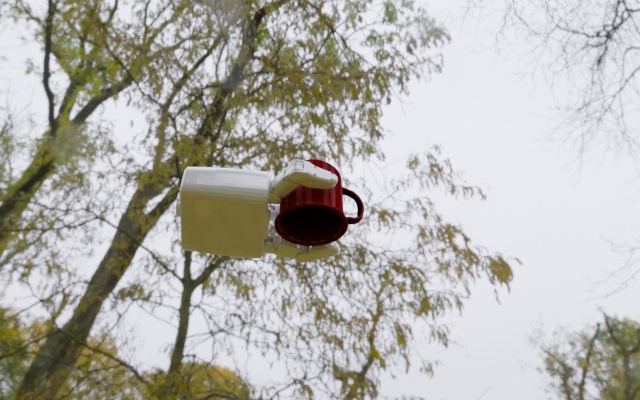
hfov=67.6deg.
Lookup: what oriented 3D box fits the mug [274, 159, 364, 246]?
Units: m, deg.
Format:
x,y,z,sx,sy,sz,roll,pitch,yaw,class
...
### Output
x,y,z,sx,sy,sz,roll,pitch,yaw,class
0.002,0.002,0.624,0.117,0.081,0.093,6,-39,-8,mug
